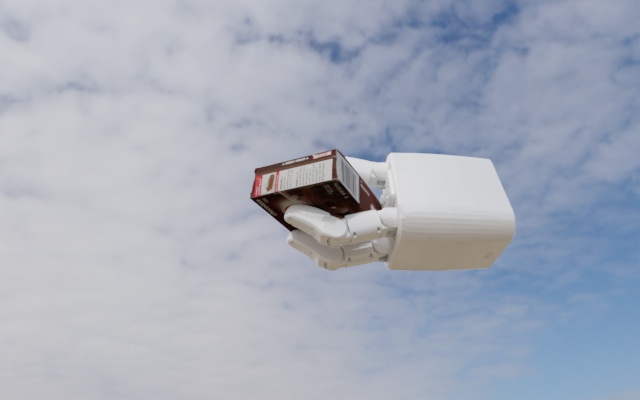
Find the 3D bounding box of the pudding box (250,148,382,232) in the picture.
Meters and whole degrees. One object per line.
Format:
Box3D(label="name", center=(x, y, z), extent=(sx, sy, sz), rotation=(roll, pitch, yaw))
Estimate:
Box3D(label="pudding box", center=(0.000, 0.001, 0.466), extent=(0.090, 0.039, 0.113), rotation=(-12, -35, 24))
